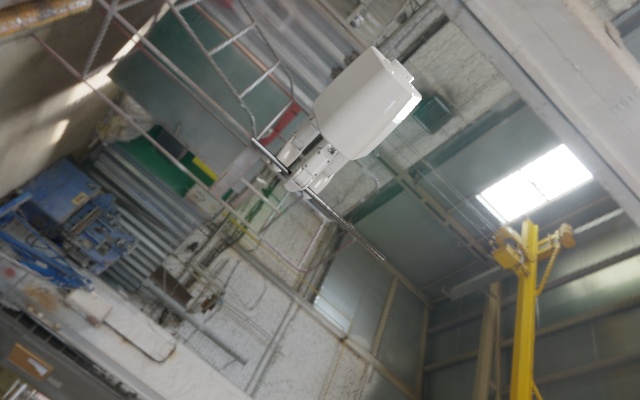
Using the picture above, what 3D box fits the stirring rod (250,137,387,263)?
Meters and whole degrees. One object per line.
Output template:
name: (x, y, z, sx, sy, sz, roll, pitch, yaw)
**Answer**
stirring rod: (0.000, 0.002, 0.628, 0.239, 0.011, 0.011, 42, -10, -11)
